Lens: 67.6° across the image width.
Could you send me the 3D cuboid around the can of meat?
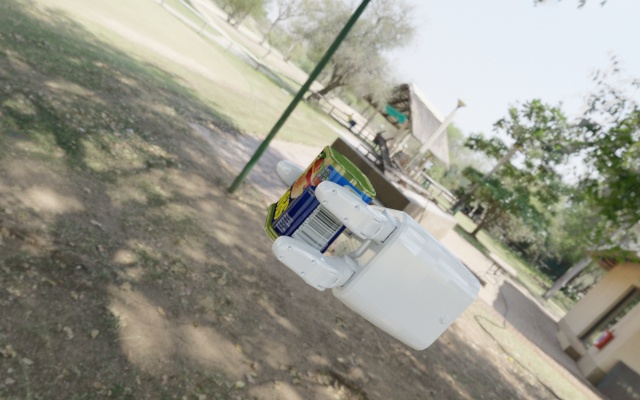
[{"bbox_3d":[0.000,0.001,0.428,0.057,0.084,0.102,40,10,-11],"label":"can of meat"}]
